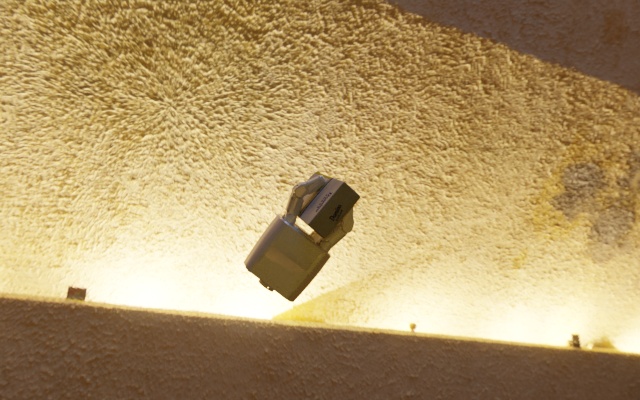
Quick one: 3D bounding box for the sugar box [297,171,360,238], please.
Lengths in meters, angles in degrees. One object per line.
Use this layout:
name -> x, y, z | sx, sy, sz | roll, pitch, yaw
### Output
sugar box -> 0.000, 0.003, 0.841 | 0.048, 0.093, 0.176 | 41, -2, -20
